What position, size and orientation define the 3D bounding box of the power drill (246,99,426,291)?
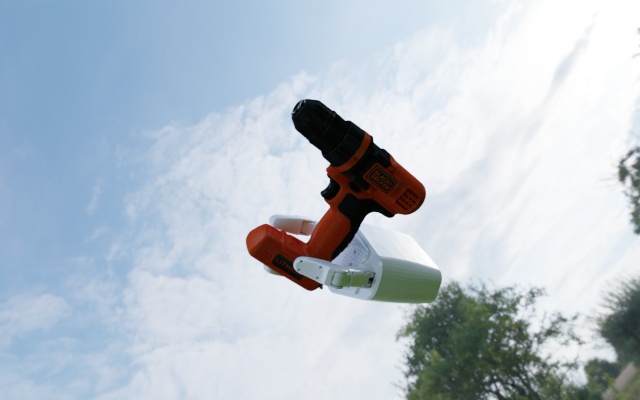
[{"bbox_3d":[0.000,0.002,0.540,0.184,0.188,0.057,36,18,-20],"label":"power drill"}]
